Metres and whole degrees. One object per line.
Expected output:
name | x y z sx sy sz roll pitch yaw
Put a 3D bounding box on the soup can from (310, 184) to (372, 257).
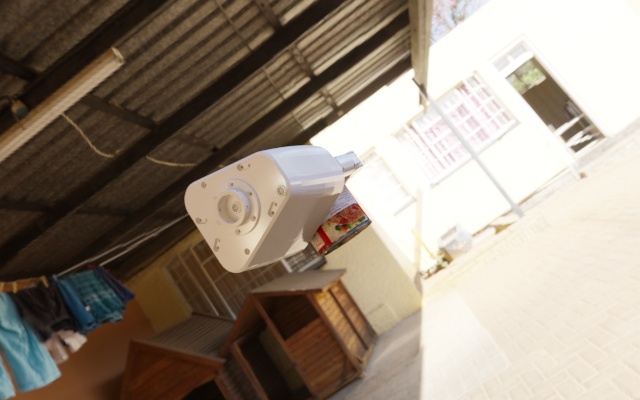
soup can | 0.000 0.001 0.526 0.068 0.102 0.068 -34 -10 -7
